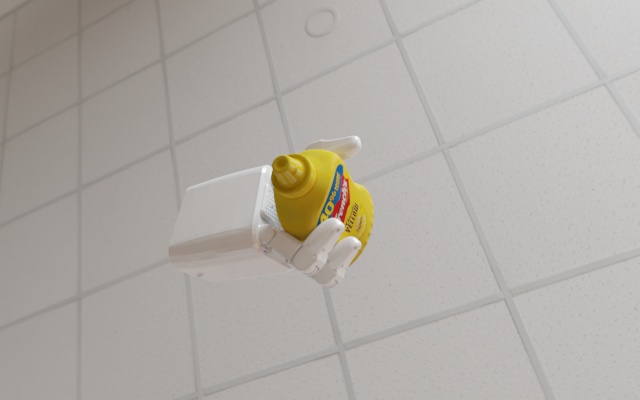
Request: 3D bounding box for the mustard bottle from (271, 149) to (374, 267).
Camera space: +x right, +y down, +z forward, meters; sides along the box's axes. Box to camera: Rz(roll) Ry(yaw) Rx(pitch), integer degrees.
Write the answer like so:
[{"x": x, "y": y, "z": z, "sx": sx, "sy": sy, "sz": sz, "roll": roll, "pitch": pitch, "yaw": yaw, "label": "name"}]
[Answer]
[{"x": 0.000, "y": 0.002, "z": 0.494, "sx": 0.058, "sy": 0.096, "sz": 0.192, "roll": 14, "pitch": -15, "yaw": 27, "label": "mustard bottle"}]
